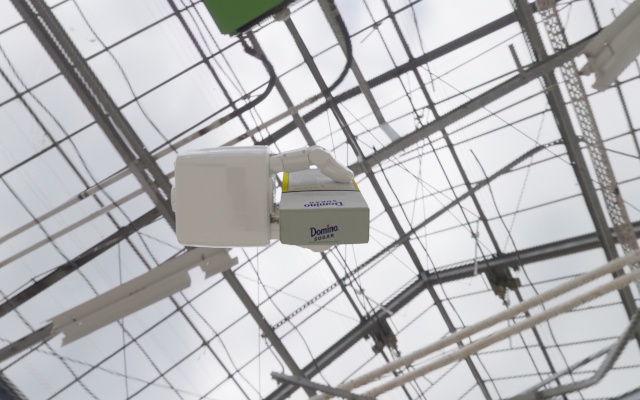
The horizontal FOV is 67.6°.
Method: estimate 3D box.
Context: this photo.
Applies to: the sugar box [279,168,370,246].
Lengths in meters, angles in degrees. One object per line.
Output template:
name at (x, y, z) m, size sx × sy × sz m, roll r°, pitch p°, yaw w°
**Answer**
sugar box at (0.000, 0.002, 0.558) m, size 0.093 × 0.048 × 0.176 m, roll -1°, pitch 19°, yaw -2°
